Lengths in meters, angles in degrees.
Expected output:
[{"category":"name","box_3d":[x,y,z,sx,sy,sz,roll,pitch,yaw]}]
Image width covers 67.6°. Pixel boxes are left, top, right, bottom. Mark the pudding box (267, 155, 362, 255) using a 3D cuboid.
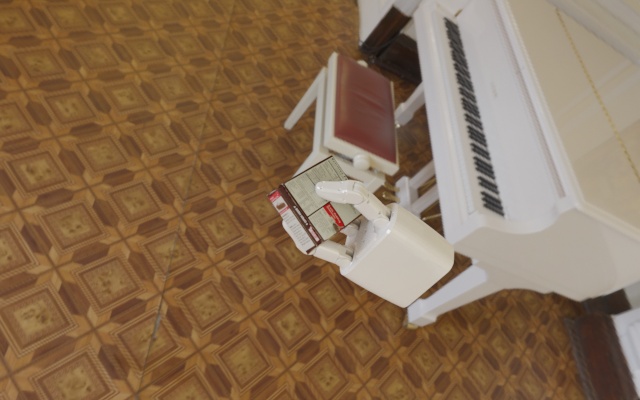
[{"category":"pudding box","box_3d":[0.000,0.002,0.609,0.039,0.090,0.113,-37,-3,42]}]
